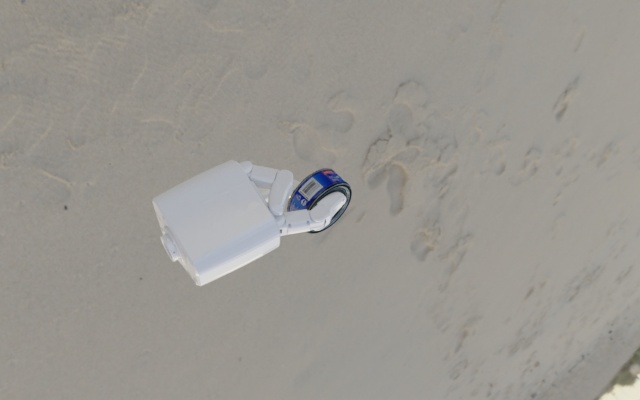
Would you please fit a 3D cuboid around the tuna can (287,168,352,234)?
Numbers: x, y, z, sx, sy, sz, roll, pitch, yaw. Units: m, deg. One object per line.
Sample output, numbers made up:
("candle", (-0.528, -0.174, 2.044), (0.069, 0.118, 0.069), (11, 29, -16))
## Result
("tuna can", (0.001, 0.002, 0.627), (0.033, 0.086, 0.086), (43, 25, 30))
